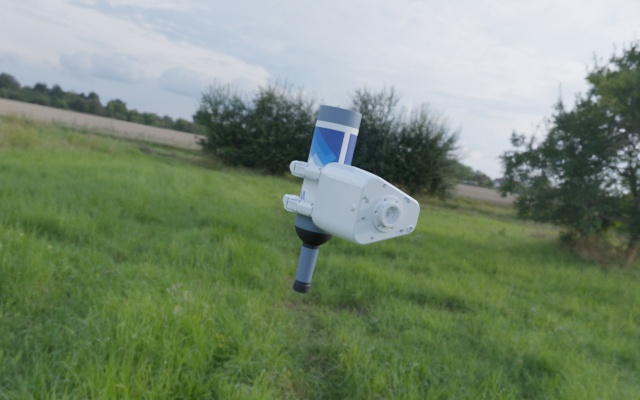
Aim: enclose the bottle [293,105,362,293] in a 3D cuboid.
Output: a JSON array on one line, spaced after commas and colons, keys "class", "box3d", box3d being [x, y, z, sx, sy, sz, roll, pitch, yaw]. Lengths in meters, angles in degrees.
[{"class": "bottle", "box3d": [0.000, 0.002, 0.755, 0.069, 0.296, 0.069, 12, 6, -1]}]
